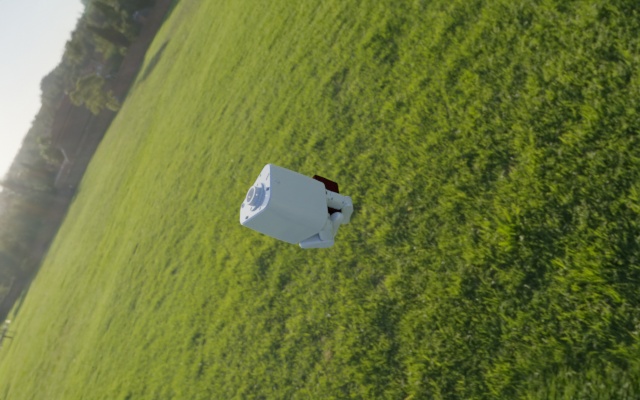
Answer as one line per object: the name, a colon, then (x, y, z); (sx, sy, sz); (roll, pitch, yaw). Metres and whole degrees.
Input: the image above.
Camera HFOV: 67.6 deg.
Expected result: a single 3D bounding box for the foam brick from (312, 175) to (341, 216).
foam brick: (0.000, 0.003, 0.858); (0.051, 0.078, 0.053); (20, -47, -26)
